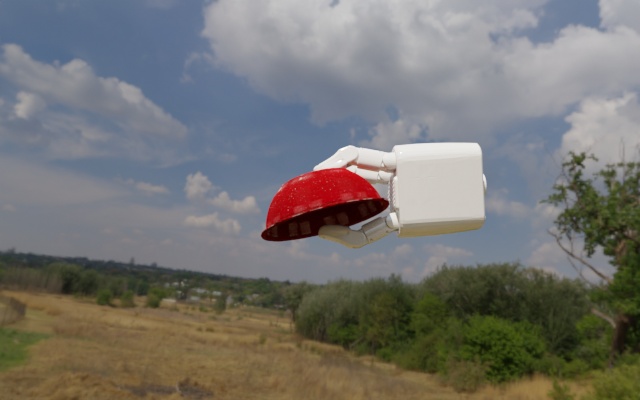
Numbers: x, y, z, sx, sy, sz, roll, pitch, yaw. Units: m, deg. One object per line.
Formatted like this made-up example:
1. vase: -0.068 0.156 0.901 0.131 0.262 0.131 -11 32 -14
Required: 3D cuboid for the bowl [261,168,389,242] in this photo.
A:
1. bowl: -0.001 0.002 0.588 0.162 0.055 0.162 -15 -13 -4
